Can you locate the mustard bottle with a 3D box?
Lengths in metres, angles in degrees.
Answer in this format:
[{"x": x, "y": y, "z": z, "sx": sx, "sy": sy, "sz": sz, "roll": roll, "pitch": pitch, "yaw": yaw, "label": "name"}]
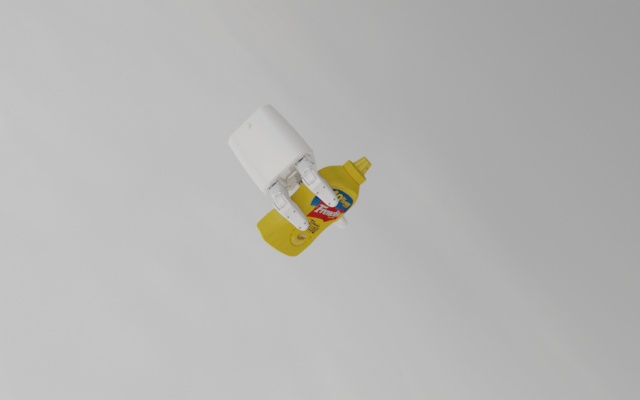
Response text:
[{"x": 0.000, "y": 0.003, "z": 0.728, "sx": 0.096, "sy": 0.191, "sz": 0.058, "roll": 37, "pitch": 15, "yaw": -48, "label": "mustard bottle"}]
